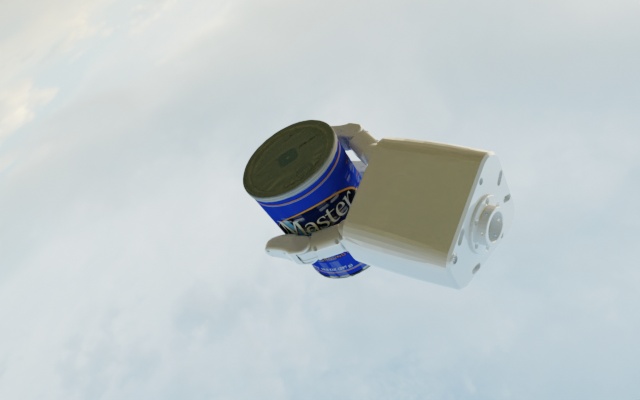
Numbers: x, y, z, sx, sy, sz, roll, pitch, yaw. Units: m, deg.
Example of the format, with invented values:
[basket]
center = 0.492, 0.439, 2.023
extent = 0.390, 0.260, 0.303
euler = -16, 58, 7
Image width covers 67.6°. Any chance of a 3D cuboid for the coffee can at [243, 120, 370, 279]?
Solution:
[coffee can]
center = 0.000, 0.002, 0.500
extent = 0.103, 0.102, 0.140
euler = 0, -39, 36
